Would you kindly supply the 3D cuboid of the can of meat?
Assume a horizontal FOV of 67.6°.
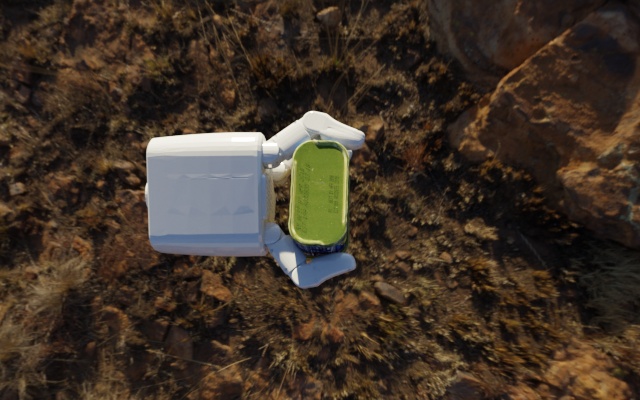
[{"bbox_3d":[0.000,0.002,0.456,0.057,0.102,0.084,1,-13,2],"label":"can of meat"}]
